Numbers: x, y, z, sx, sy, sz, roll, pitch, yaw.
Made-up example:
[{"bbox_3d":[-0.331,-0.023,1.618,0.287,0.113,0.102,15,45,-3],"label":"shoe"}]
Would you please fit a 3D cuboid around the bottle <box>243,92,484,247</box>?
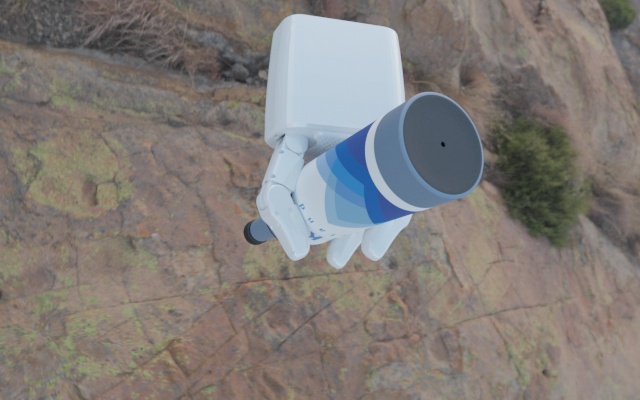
[{"bbox_3d":[0.000,0.001,0.403,0.069,0.069,0.296,0,-14,-30],"label":"bottle"}]
